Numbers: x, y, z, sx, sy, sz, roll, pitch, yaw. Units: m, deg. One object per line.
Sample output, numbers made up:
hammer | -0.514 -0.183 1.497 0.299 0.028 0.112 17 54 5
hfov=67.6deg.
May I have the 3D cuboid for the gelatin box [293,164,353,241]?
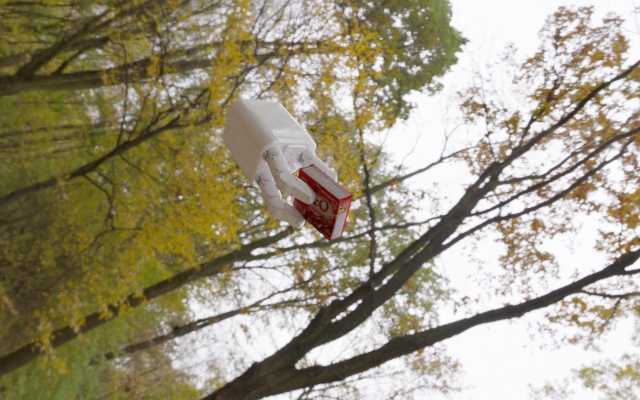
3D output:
gelatin box | 0.001 0.002 0.679 0.030 0.073 0.089 -21 48 -38
